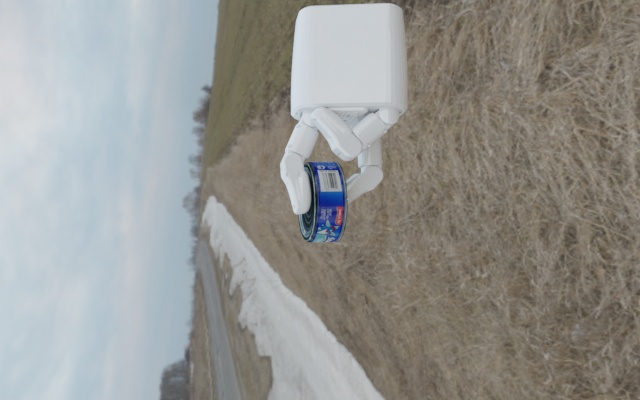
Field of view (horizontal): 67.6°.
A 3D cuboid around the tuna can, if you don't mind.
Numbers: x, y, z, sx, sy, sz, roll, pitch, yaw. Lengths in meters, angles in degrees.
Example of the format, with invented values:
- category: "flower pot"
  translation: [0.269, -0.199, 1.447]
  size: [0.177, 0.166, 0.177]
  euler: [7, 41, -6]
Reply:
- category: "tuna can"
  translation: [0.000, 0.002, 0.502]
  size: [0.034, 0.086, 0.086]
  euler: [-1, 0, -15]
